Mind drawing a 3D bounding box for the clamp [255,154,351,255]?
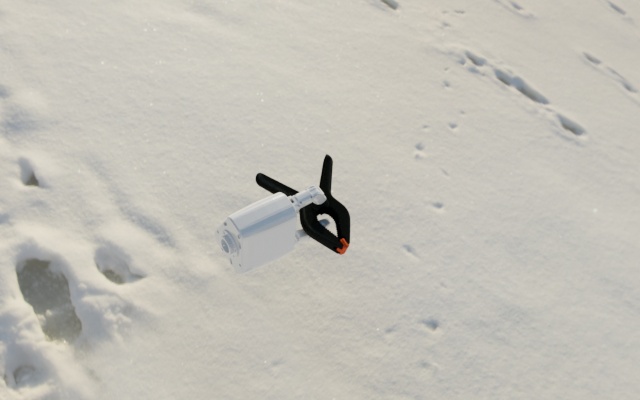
[{"bbox_3d":[0.000,0.003,0.882,0.164,0.210,0.036,-26,-24,-30],"label":"clamp"}]
